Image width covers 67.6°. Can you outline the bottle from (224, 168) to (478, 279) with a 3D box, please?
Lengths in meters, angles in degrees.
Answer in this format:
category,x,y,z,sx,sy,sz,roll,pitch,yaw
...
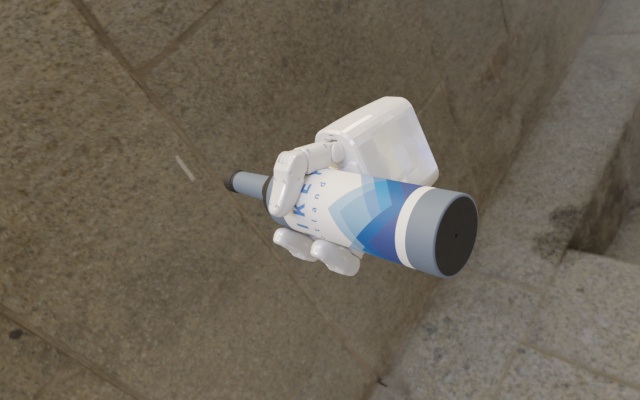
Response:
category,x,y,z,sx,sy,sz,roll,pitch,yaw
bottle,0.000,0.002,0.462,0.295,0.069,0.069,14,10,44
